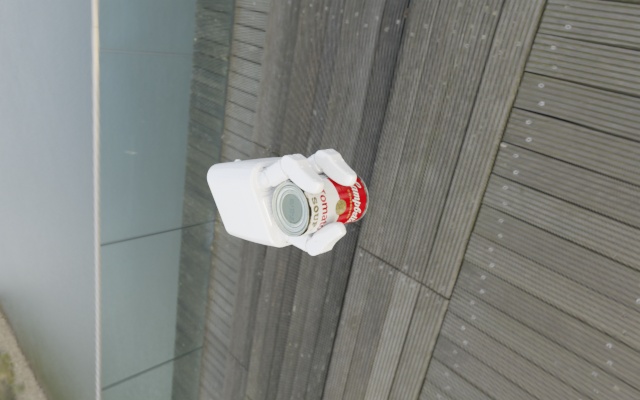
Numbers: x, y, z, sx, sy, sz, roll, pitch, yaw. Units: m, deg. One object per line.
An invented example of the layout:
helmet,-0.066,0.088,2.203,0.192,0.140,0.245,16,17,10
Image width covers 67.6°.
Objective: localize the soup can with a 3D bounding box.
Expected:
soup can,0.000,0.002,0.580,0.102,0.068,0.068,-12,9,-44
